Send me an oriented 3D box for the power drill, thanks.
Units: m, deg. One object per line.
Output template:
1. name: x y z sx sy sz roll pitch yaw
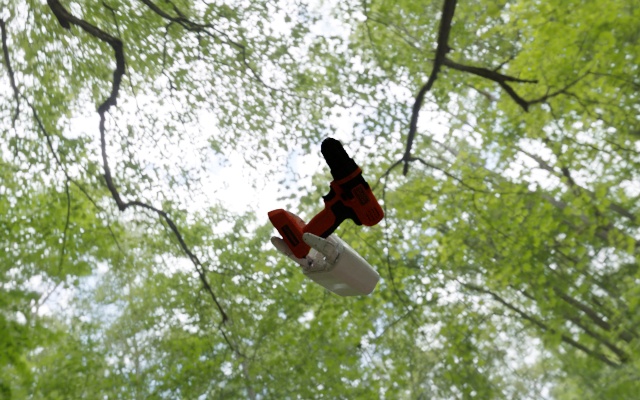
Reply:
1. power drill: 0.000 0.003 0.864 0.187 0.184 0.057 -33 12 0
